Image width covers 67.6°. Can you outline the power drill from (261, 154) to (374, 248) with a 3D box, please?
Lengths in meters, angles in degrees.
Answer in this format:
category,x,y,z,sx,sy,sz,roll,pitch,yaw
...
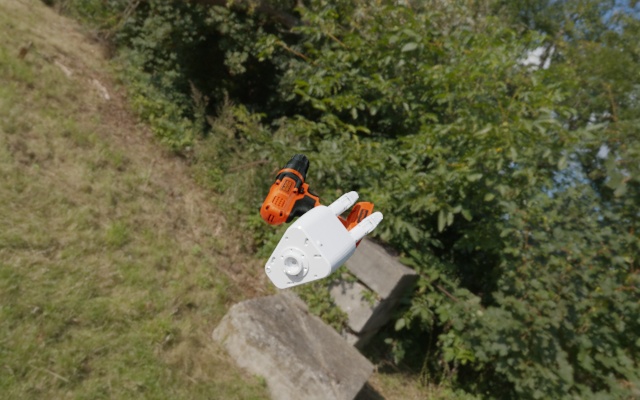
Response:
category,x,y,z,sx,sy,sz,roll,pitch,yaw
power drill,0.000,0.003,0.877,0.187,0.184,0.057,24,-45,-1
